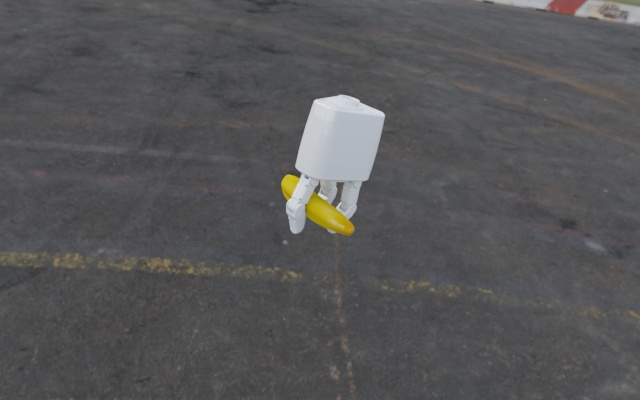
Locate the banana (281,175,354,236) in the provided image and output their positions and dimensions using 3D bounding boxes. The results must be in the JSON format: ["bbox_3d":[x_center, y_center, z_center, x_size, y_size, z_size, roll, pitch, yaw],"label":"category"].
[{"bbox_3d":[-0.017,-0.002,0.756,0.069,0.037,0.197,11,18,-31],"label":"banana"}]
